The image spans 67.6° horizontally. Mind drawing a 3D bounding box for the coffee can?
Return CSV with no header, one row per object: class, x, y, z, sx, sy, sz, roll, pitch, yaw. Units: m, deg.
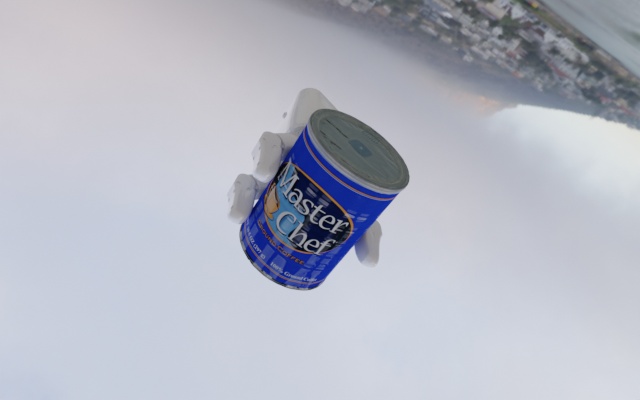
coffee can,0.000,0.001,0.446,0.103,0.102,0.140,0,-43,-45
